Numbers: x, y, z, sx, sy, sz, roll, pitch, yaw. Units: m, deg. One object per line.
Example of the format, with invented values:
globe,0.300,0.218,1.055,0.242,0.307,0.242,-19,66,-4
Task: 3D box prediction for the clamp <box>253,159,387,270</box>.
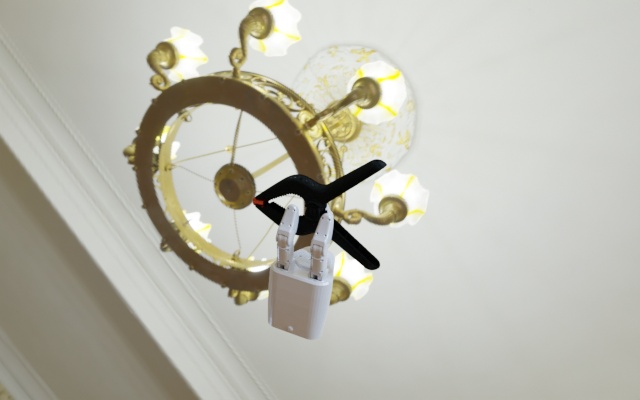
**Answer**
clamp,0.000,0.002,0.705,0.210,0.165,0.036,15,20,18
